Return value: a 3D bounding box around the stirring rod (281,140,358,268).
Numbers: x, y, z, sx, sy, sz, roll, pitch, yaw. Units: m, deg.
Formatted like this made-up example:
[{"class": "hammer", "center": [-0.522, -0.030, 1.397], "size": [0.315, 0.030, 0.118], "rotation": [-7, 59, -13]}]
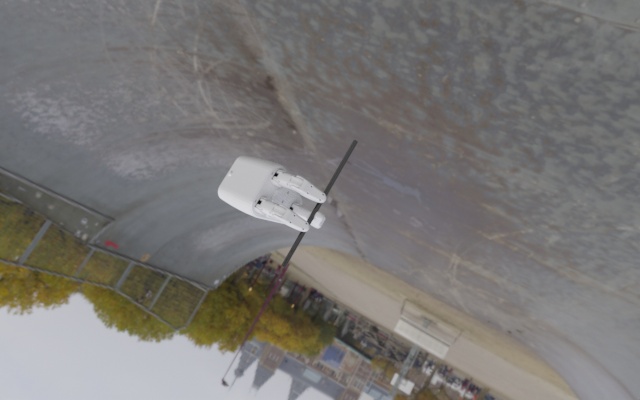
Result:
[{"class": "stirring rod", "center": [0.000, 0.002, 0.778], "size": [0.011, 0.239, 0.011], "rotation": [29, -11, 6]}]
